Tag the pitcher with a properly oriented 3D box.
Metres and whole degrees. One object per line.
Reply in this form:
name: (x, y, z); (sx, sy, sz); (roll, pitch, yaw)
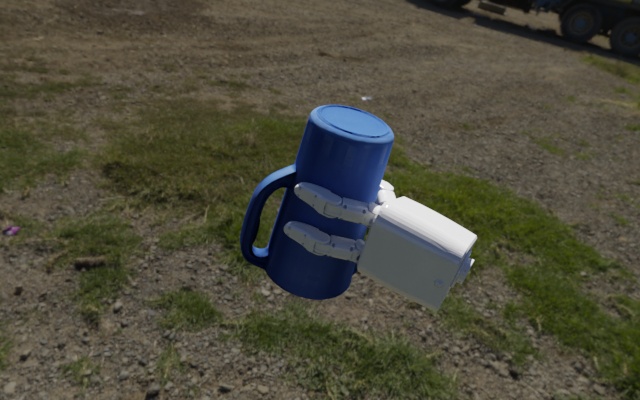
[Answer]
pitcher: (0.000, 0.002, 0.634); (0.145, 0.243, 0.149); (29, 32, 21)
